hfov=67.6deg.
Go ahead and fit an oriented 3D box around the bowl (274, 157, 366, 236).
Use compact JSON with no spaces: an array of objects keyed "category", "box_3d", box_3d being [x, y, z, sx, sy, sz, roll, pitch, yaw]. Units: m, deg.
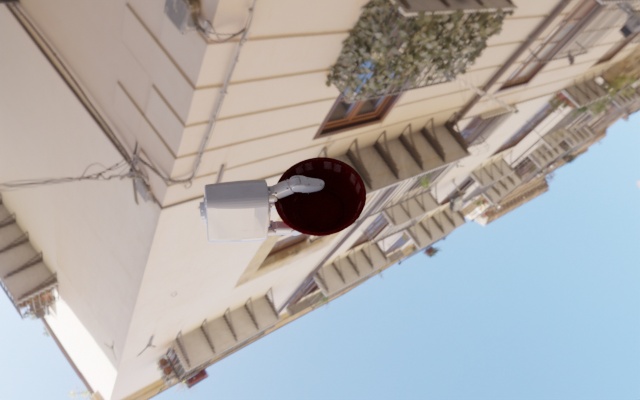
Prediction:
[{"category":"bowl","box_3d":[0.001,0.003,0.851,0.162,0.162,0.055,0,-31,4]}]
